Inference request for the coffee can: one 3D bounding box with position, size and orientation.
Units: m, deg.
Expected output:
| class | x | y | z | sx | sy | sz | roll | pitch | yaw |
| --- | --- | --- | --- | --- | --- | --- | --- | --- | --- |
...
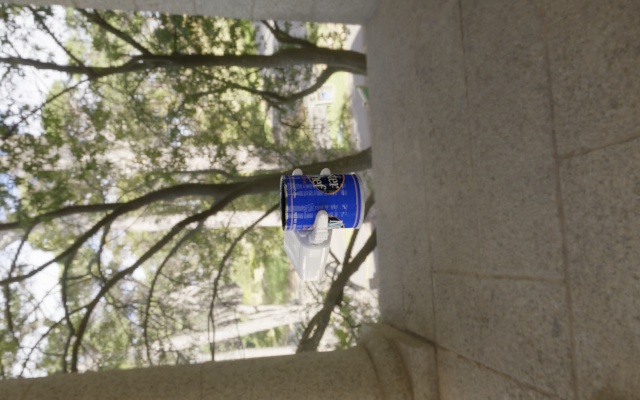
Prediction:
| class | x | y | z | sx | sy | sz | roll | pitch | yaw |
| --- | --- | --- | --- | --- | --- | --- | --- | --- | --- |
| coffee can | 0.000 | 0.003 | 0.873 | 0.140 | 0.103 | 0.103 | -1 | 0 | -10 |
